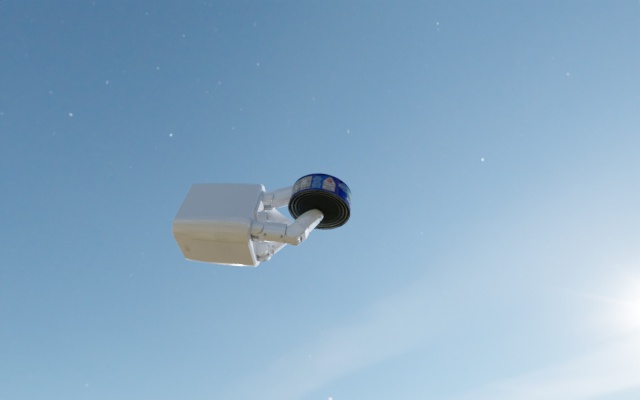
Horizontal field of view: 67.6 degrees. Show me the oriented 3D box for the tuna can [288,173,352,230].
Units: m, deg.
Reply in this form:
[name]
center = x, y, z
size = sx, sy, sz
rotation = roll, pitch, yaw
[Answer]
[tuna can]
center = 0.000, 0.002, 0.658
size = 0.086, 0.033, 0.086
rotation = 6, -39, 5
